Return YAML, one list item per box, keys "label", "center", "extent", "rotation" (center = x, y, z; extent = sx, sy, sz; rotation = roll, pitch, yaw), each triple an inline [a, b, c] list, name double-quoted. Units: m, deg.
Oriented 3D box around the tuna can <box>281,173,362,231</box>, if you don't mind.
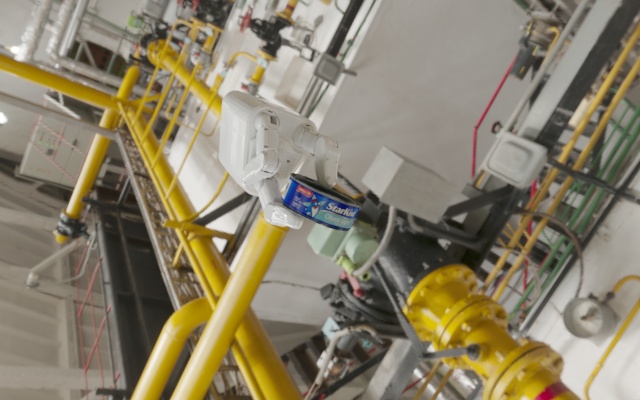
- label: "tuna can"
  center: [0.000, 0.002, 0.528]
  extent: [0.086, 0.034, 0.086]
  rotation: [23, 8, -3]
